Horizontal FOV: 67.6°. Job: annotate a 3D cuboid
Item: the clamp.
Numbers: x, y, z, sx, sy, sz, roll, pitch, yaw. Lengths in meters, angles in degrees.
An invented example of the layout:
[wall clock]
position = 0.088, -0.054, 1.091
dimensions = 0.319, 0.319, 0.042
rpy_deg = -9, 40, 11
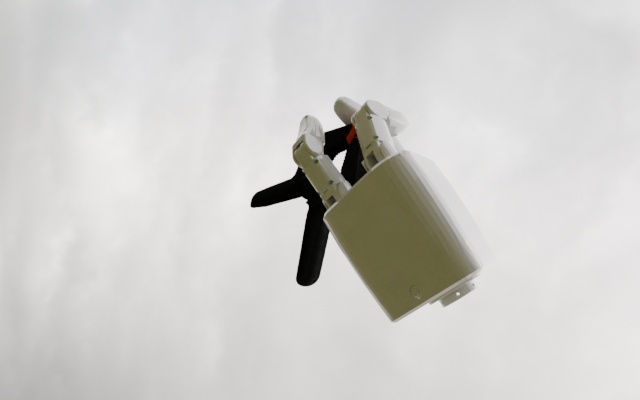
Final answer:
[clamp]
position = 0.001, 0.001, 0.464
dimensions = 0.039, 0.120, 0.171
rpy_deg = -12, -25, -48
